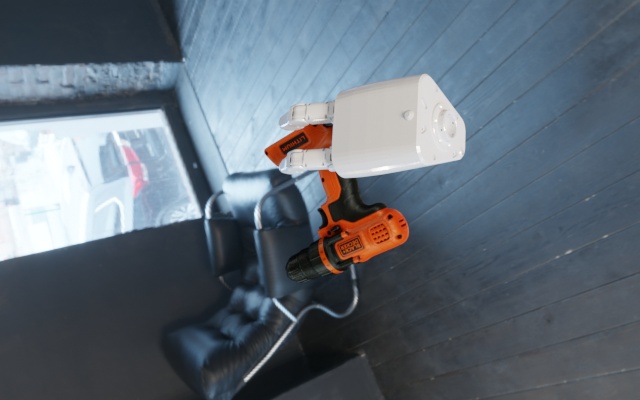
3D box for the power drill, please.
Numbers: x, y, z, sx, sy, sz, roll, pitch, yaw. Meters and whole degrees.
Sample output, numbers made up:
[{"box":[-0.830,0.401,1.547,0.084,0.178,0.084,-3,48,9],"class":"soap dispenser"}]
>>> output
[{"box":[0.000,0.002,0.617,0.184,0.187,0.057,-27,-3,28],"class":"power drill"}]
